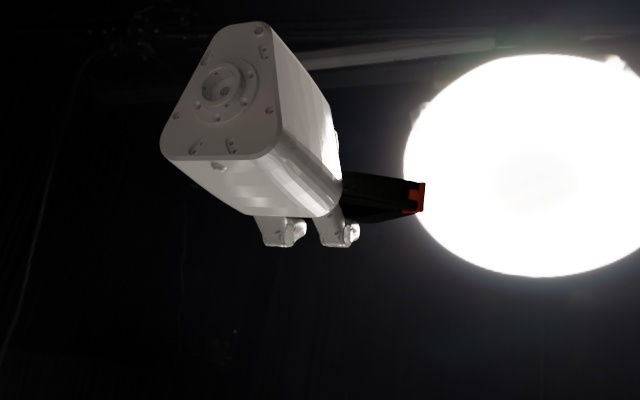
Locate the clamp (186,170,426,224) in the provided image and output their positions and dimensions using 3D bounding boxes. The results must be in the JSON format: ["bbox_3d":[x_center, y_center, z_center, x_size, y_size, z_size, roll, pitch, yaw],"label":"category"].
[{"bbox_3d":[0.001,0.001,0.465,0.210,0.036,0.165,1,-17,23],"label":"clamp"}]
